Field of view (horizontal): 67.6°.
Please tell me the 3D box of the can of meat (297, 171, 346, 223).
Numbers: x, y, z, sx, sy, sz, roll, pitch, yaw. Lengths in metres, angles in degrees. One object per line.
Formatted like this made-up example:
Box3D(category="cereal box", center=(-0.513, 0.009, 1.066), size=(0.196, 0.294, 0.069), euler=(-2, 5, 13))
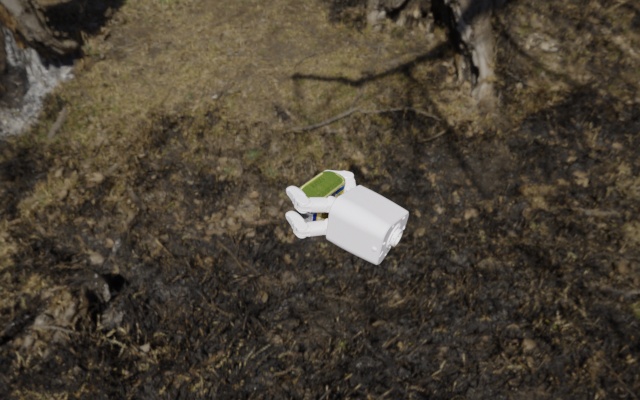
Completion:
Box3D(category="can of meat", center=(0.000, 0.003, 0.890), size=(0.057, 0.084, 0.102), euler=(31, 47, 25))
